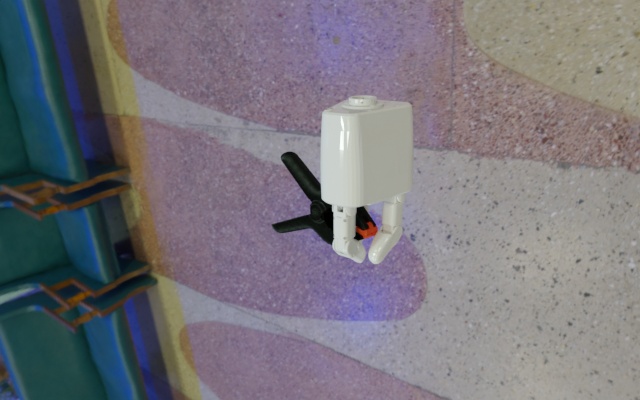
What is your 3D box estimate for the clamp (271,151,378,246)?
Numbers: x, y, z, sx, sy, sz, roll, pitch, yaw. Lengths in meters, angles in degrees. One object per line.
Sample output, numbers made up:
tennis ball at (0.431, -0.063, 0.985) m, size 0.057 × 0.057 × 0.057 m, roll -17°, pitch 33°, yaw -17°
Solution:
clamp at (0.000, 0.002, 0.637) m, size 0.171 × 0.120 × 0.039 m, roll 13°, pitch 24°, yaw 35°
